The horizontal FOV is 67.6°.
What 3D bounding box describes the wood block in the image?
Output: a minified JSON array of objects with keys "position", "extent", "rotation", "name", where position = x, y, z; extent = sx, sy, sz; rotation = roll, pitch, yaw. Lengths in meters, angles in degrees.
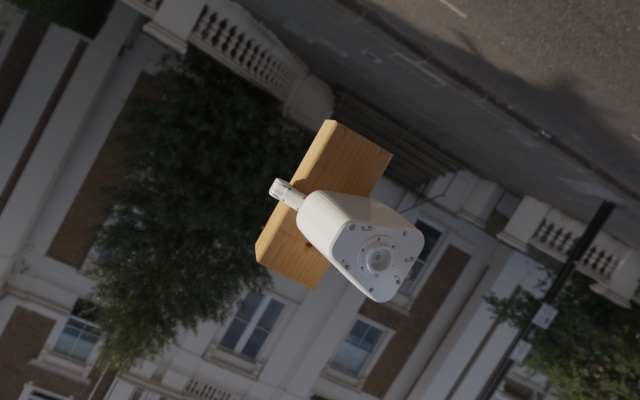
[{"position":[0.000,0.002,0.652],"extent":[0.091,0.206,0.090],"rotation":[29,5,-12],"name":"wood block"}]
